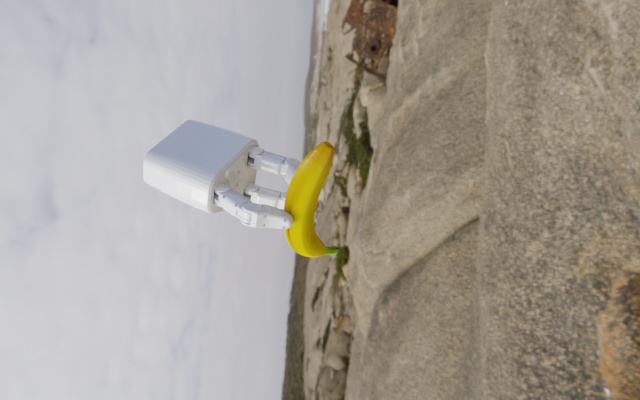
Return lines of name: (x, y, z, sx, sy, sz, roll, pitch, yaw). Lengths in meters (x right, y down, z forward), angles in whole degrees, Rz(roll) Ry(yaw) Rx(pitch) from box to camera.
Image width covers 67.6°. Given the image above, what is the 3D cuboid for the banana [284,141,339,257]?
banana: (-0.015, 0.013, 0.582, 0.069, 0.198, 0.037, -31, 54, -23)
